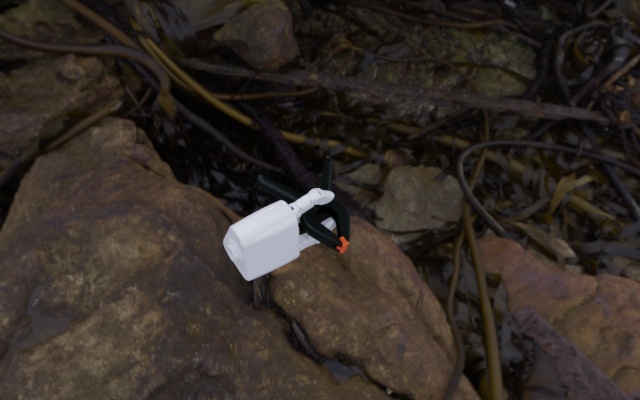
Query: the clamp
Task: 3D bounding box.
[{"bbox_3d":[0.000,0.003,0.892,0.164,0.210,0.036,-26,-28,-28],"label":"clamp"}]
